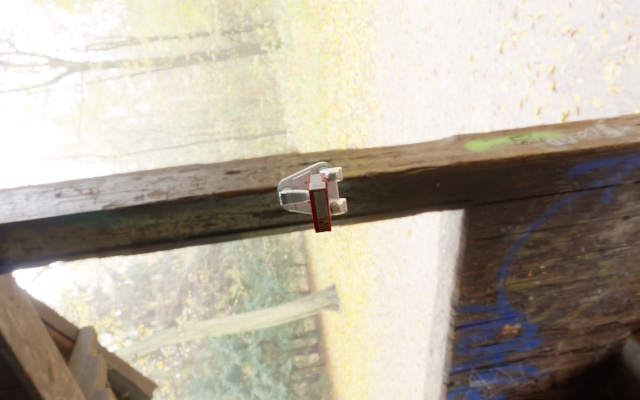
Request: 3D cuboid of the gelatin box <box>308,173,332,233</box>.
[{"bbox_3d":[0.000,0.003,0.771,0.030,0.073,0.089,-7,19,2],"label":"gelatin box"}]
